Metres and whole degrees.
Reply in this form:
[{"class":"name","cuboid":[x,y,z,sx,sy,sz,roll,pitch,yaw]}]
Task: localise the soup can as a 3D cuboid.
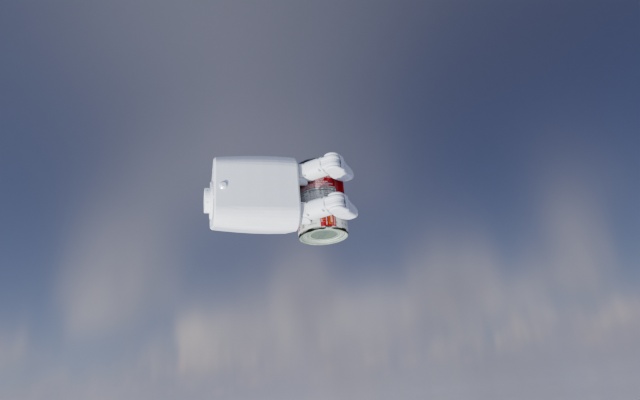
[{"class":"soup can","cuboid":[0.001,0.002,0.648,0.068,0.102,0.068,-4,-23,-2]}]
